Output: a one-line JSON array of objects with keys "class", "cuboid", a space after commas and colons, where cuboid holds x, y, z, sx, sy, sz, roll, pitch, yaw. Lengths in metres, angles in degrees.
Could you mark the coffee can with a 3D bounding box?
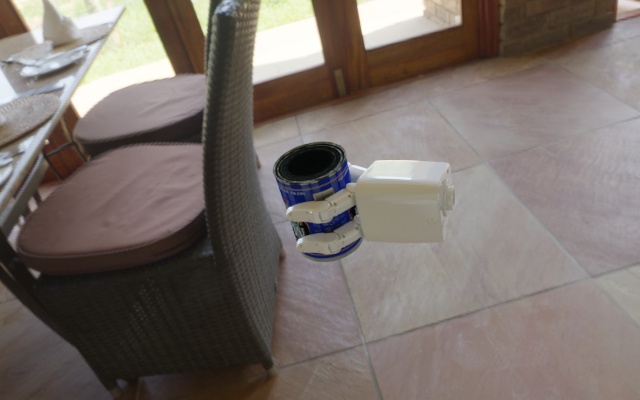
[{"class": "coffee can", "cuboid": [0.000, 0.002, 0.681, 0.103, 0.140, 0.102, -11, 35, 8]}]
